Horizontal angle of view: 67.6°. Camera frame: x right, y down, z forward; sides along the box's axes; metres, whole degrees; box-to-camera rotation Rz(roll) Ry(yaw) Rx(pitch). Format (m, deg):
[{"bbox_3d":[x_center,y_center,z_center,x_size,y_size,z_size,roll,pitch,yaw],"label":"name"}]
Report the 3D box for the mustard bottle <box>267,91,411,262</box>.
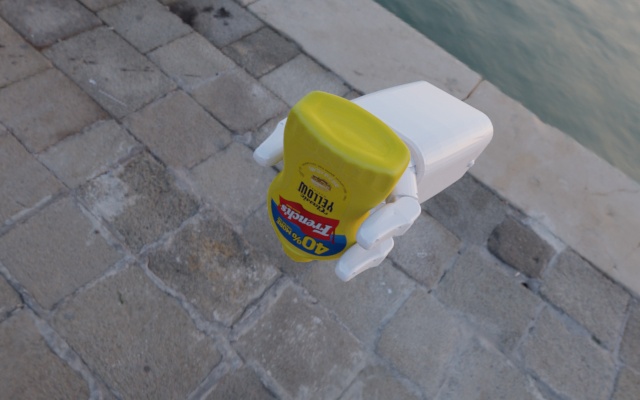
[{"bbox_3d":[0.000,0.001,0.422,0.096,0.058,0.192,33,-38,7],"label":"mustard bottle"}]
